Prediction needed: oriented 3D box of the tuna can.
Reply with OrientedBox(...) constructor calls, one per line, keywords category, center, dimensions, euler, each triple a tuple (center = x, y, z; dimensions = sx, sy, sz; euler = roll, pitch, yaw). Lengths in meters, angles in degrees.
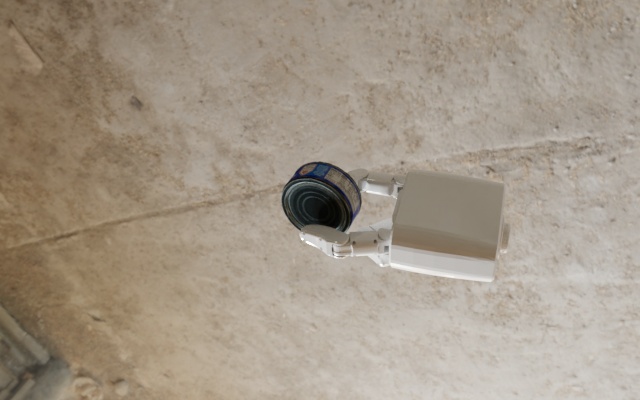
OrientedBox(category="tuna can", center=(0.000, 0.002, 0.529), dimensions=(0.086, 0.086, 0.033), euler=(0, 34, 28))
